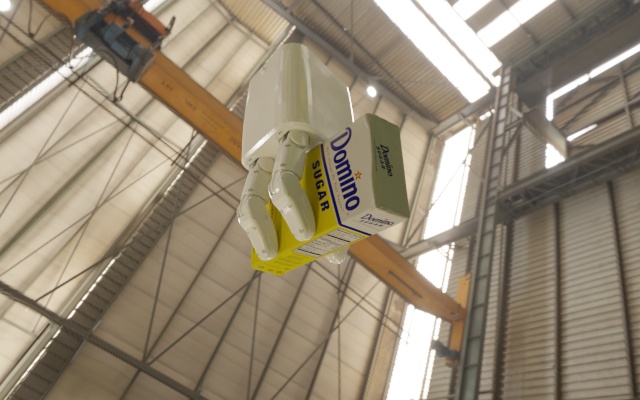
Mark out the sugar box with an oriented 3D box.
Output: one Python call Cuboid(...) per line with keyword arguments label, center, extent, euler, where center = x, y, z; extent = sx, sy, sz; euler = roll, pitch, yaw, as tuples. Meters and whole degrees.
Cuboid(label="sugar box", center=(0.000, 0.001, 0.445), extent=(0.048, 0.093, 0.176), euler=(18, -34, -33))
